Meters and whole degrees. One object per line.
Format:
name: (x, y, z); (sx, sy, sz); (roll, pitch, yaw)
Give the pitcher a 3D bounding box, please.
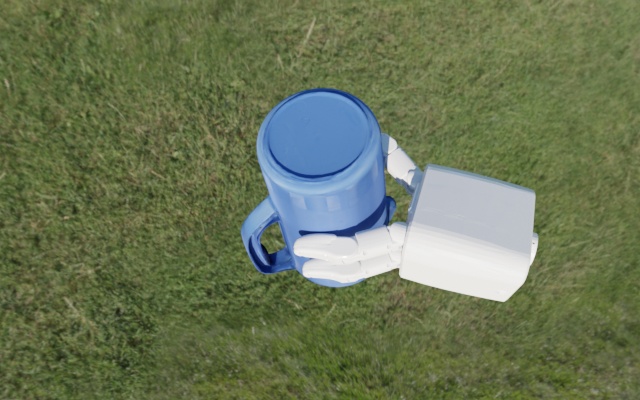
pitcher: (0.000, 0.002, 0.505); (0.145, 0.149, 0.243); (16, -23, 14)
